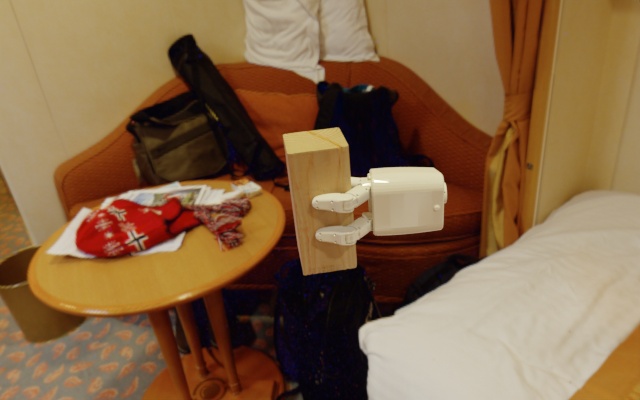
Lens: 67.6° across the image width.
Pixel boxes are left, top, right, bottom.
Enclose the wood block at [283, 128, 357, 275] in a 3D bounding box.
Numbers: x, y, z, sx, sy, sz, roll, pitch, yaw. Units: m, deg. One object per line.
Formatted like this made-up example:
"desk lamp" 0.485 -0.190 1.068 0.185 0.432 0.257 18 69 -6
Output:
"wood block" 0.000 0.002 0.746 0.090 0.206 0.090 -8 27 -4
